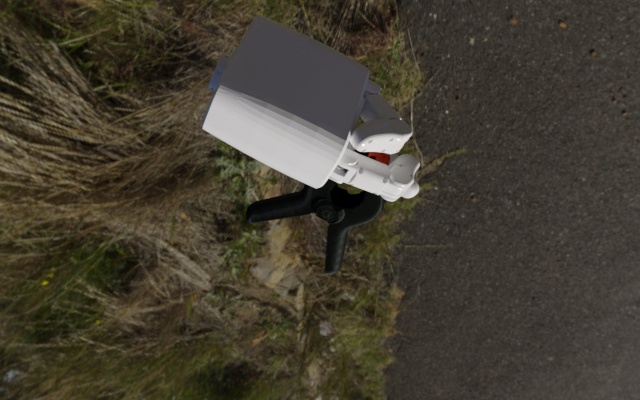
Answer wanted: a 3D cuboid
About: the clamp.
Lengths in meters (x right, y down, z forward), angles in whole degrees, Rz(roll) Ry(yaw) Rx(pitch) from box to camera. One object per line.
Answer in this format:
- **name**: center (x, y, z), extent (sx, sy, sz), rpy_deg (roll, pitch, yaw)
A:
- **clamp**: center (0.000, 0.002, 0.474), extent (0.120, 0.039, 0.171), rpy_deg (25, -50, -11)
